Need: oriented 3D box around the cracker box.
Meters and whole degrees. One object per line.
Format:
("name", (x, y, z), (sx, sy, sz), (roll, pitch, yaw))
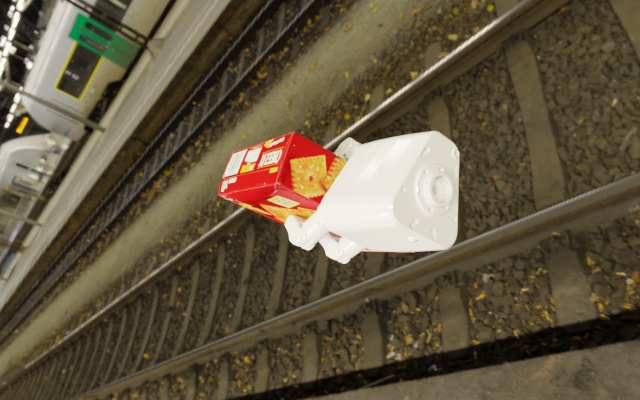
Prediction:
("cracker box", (0.000, 0.002, 0.606), (0.214, 0.072, 0.164), (27, -18, -30))
